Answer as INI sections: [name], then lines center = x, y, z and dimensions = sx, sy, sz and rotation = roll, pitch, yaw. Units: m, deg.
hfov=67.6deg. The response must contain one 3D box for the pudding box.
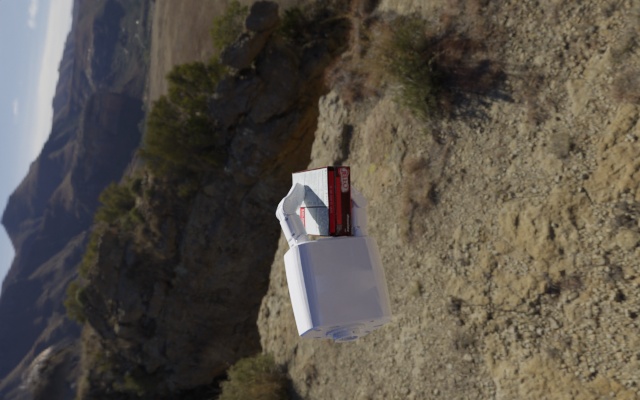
[pudding box]
center = 0.000, 0.002, 0.640
dimensions = 0.039, 0.090, 0.113
rotation = 0, -1, -29
